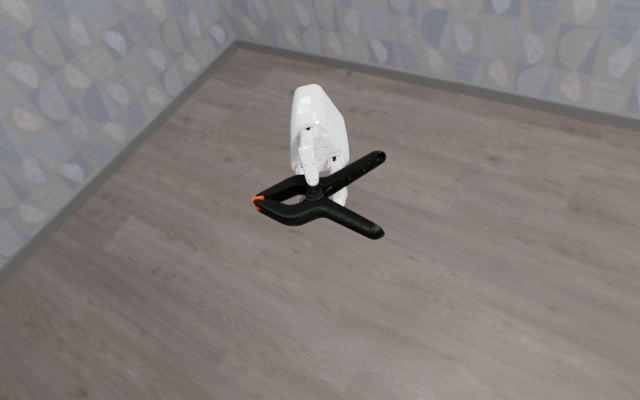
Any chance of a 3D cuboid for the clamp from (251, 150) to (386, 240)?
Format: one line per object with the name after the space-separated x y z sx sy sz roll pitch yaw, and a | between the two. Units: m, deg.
-0.001 0.002 0.703 0.210 0.164 0.036 -10 -45 10 | clamp
